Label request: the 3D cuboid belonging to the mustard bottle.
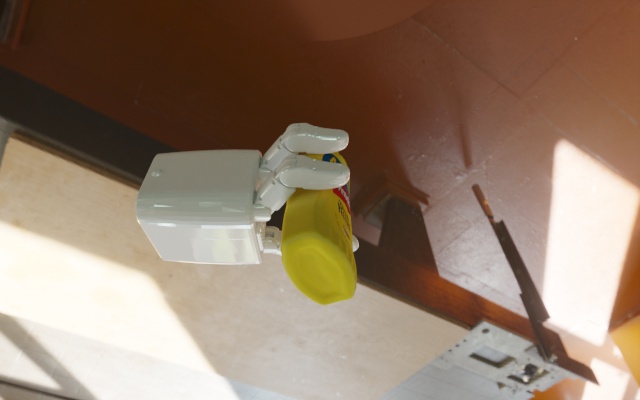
[{"bbox_3d":[0.000,0.002,0.478,0.058,0.096,0.191,-18,38,15],"label":"mustard bottle"}]
